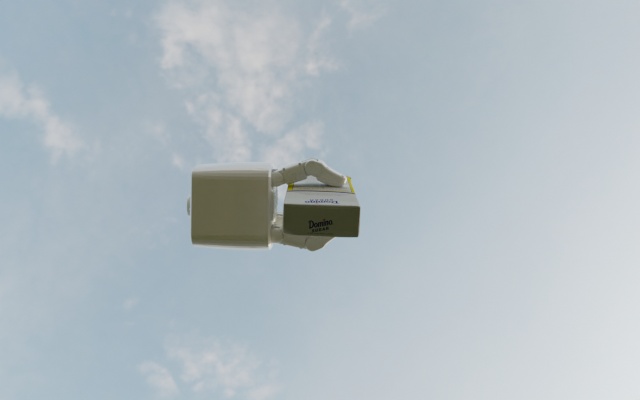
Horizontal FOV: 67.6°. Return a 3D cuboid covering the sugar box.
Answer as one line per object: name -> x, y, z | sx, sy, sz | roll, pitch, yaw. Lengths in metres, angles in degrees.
sugar box -> 0.000, 0.003, 0.641 | 0.093, 0.048, 0.176 | 2, 17, -1
